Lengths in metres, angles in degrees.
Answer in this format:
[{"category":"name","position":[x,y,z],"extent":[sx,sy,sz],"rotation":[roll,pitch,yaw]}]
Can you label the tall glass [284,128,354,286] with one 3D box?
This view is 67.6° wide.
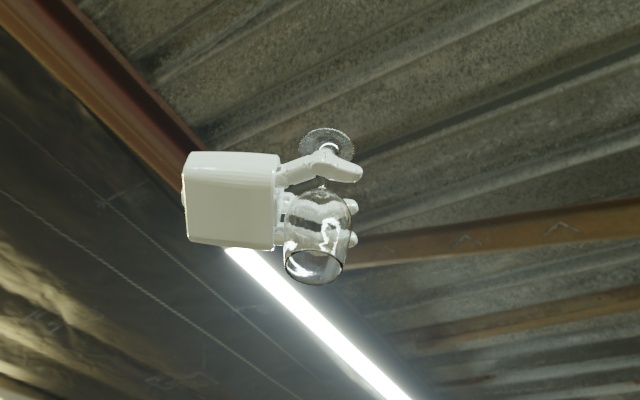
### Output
[{"category":"tall glass","position":[0.000,0.001,0.570],"extent":[0.079,0.079,0.200],"rotation":[0,44,6]}]
